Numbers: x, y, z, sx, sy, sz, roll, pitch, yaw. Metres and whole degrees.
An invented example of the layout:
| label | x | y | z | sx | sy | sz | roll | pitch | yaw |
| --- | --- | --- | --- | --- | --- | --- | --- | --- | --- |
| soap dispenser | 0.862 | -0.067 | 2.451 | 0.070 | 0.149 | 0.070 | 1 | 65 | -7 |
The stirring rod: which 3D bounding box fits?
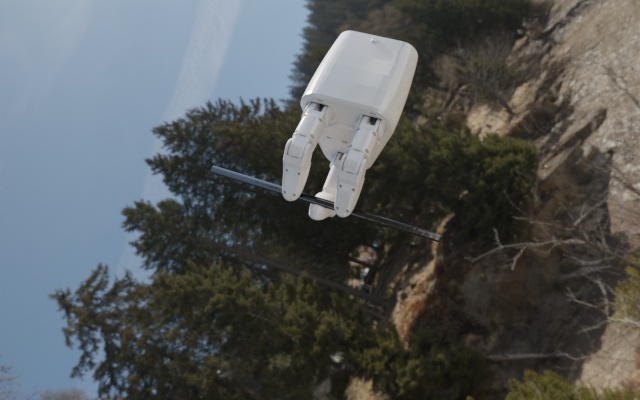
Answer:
| label | x | y | z | sx | sy | sz | roll | pitch | yaw |
| --- | --- | --- | --- | --- | --- | --- | --- | --- | --- |
| stirring rod | 0.000 | 0.002 | 0.469 | 0.239 | 0.011 | 0.011 | 17 | 4 | 13 |
